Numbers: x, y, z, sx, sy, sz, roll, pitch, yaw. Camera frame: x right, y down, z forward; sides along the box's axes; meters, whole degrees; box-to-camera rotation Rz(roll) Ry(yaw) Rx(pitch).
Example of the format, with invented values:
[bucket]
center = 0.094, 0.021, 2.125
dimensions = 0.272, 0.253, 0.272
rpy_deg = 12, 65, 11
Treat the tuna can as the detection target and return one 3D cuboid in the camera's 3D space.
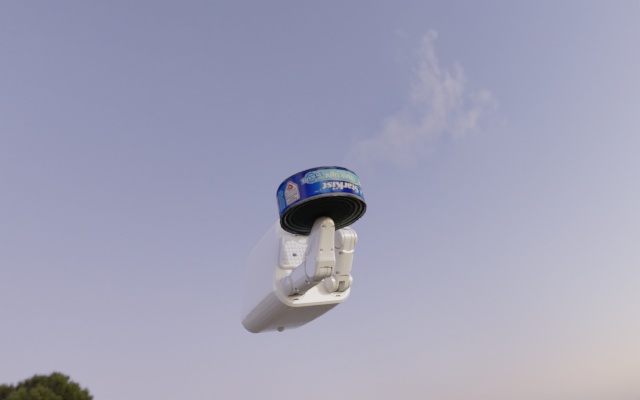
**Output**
[tuna can]
center = 0.000, 0.001, 0.468
dimensions = 0.086, 0.033, 0.086
rpy_deg = -10, -26, -5
